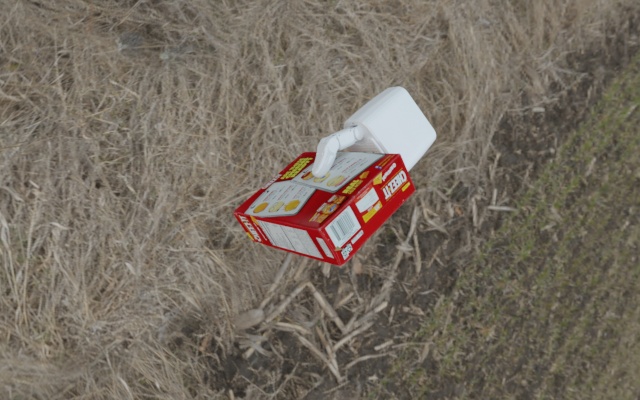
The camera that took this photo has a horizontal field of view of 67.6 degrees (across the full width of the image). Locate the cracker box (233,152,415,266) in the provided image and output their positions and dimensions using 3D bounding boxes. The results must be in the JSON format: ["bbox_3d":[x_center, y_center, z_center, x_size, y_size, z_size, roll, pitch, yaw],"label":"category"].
[{"bbox_3d":[0.000,0.002,0.682,0.164,0.072,0.213,-43,28,-27],"label":"cracker box"}]
